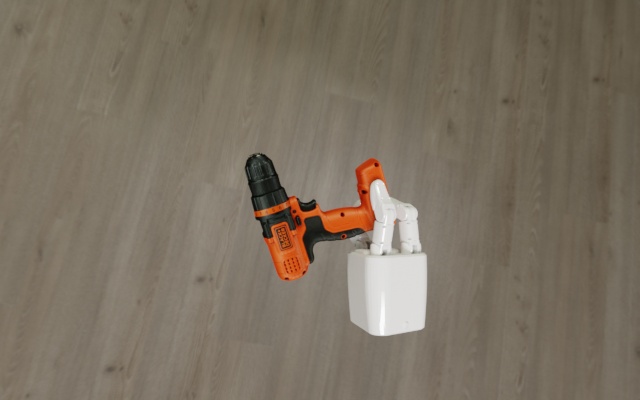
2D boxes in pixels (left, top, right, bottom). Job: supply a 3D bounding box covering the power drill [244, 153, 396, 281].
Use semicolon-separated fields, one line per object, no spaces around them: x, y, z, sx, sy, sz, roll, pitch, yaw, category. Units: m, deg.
0.001;0.002;0.675;0.187;0.184;0.057;-18;11;-7;power drill
